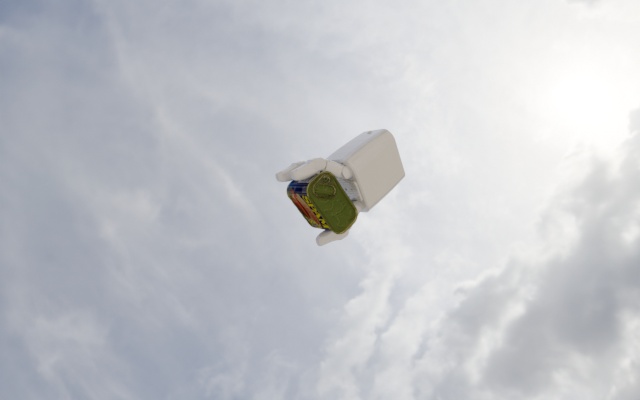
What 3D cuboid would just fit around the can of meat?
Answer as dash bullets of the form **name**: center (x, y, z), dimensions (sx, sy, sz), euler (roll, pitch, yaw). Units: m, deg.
- **can of meat**: center (0.000, 0.003, 0.783), dimensions (0.057, 0.102, 0.084), euler (-43, 21, -21)
